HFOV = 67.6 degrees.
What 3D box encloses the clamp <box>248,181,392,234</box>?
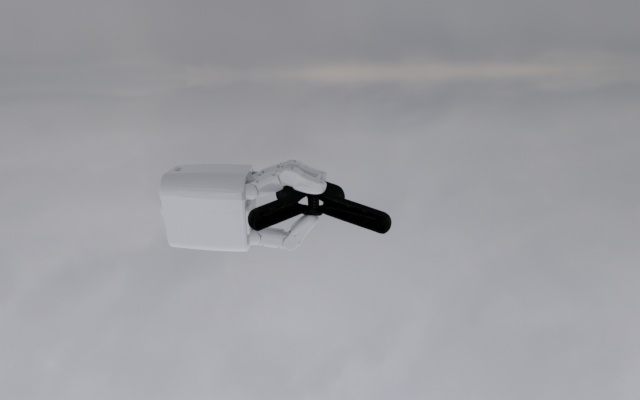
[{"bbox_3d":[0.000,0.003,0.627,0.164,0.036,0.210,5,15,-1],"label":"clamp"}]
